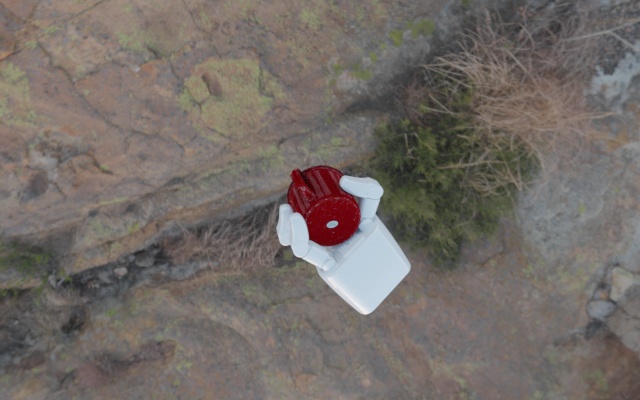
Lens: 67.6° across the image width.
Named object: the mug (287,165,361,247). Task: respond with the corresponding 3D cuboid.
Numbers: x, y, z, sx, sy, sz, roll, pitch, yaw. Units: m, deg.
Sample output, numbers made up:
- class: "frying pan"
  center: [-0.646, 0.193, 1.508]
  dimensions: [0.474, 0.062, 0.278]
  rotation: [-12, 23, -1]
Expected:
- class: "mug"
  center: [-0.001, 0.001, 0.654]
  dimensions: [0.093, 0.117, 0.081]
  rotation: [-36, 33, 6]
